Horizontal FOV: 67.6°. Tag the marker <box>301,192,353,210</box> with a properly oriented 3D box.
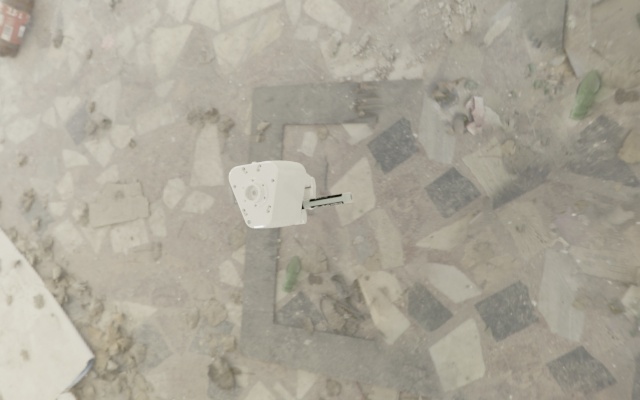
[{"bbox_3d":[0.000,0.003,0.867,0.121,0.020,0.020,-9,-3,22],"label":"marker"}]
